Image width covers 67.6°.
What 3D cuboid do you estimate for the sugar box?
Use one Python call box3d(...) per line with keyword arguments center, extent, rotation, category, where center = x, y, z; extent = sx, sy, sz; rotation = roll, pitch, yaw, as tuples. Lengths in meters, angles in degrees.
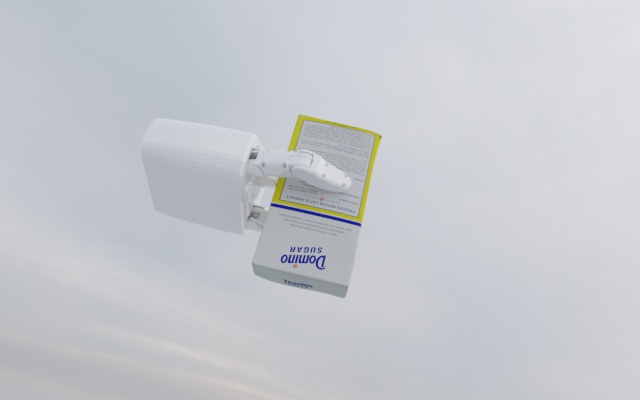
box3d(center=(0.000, 0.002, 0.483), extent=(0.093, 0.176, 0.048), rotation=(13, -25, 4), category="sugar box")
